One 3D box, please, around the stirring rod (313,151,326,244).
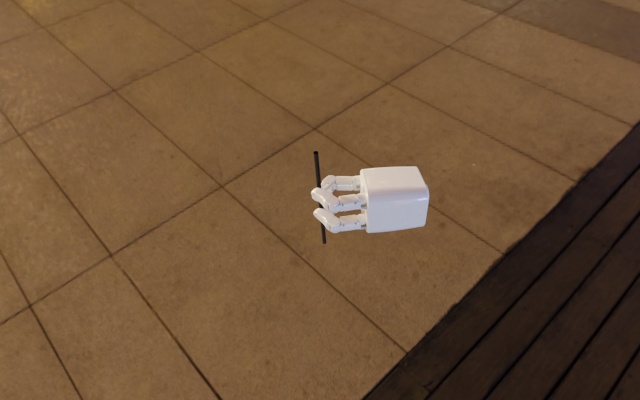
[{"bbox_3d":[0.000,0.003,0.868,0.011,0.011,0.240,0,-42,5],"label":"stirring rod"}]
